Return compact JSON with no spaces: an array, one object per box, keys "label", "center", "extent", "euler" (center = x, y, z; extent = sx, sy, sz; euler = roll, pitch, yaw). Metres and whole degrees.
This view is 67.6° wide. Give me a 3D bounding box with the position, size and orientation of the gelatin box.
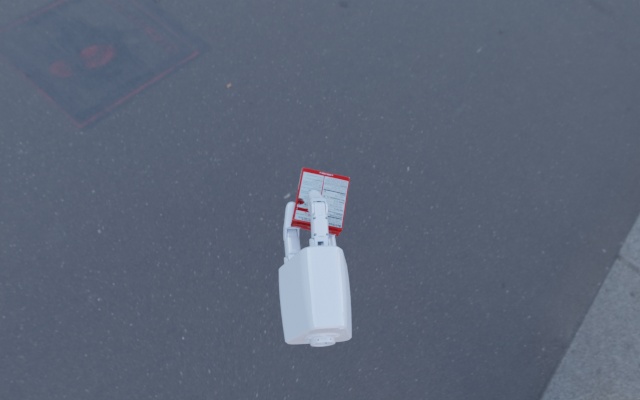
[{"label":"gelatin box","center":[0.000,0.002,0.700],"extent":[0.073,0.089,0.030],"euler":[12,-23,-4]}]
